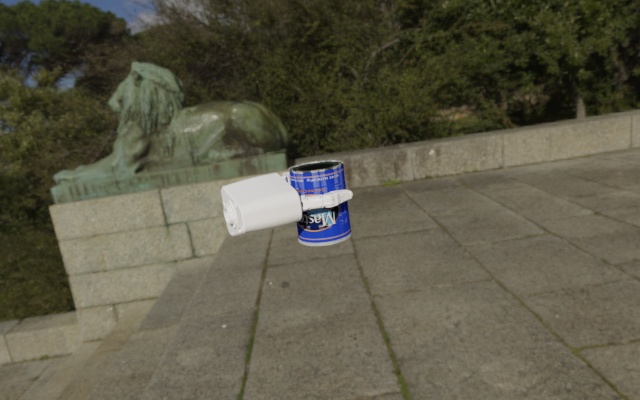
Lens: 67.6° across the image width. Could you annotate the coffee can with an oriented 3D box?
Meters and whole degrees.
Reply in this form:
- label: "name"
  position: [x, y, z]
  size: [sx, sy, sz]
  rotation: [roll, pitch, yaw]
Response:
- label: "coffee can"
  position: [0.000, 0.003, 0.892]
  size: [0.103, 0.140, 0.102]
  rotation: [-7, 14, 2]
